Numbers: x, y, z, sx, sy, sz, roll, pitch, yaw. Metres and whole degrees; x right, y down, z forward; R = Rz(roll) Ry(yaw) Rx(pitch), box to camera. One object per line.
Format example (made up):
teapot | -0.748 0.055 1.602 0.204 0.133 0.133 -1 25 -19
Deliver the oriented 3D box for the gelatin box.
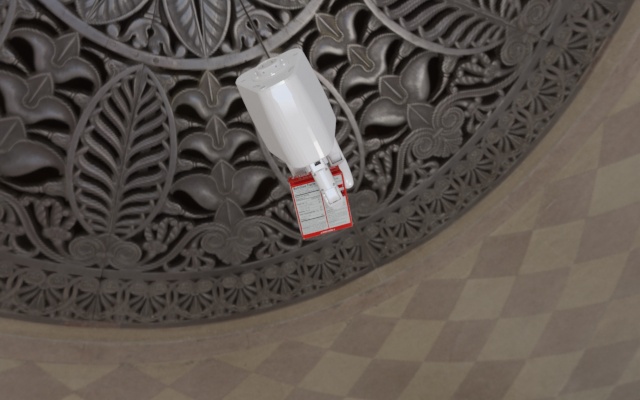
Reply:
gelatin box | 0.000 0.003 0.661 0.073 0.089 0.030 -15 28 -5
